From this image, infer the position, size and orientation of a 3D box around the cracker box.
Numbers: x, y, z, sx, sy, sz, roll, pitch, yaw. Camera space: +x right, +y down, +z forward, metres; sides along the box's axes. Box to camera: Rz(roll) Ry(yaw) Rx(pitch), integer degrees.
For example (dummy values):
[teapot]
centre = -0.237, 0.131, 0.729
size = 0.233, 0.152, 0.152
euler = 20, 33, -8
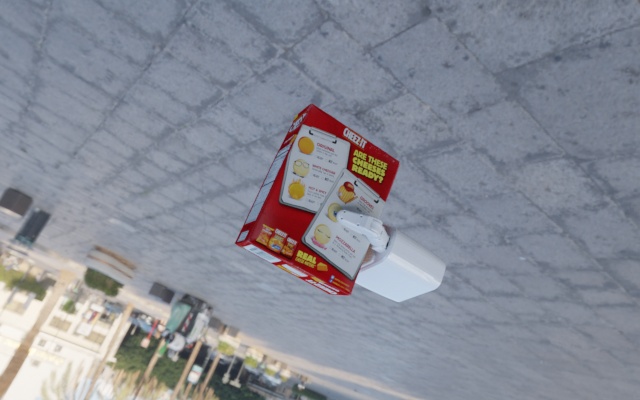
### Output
[cracker box]
centre = 0.000, 0.002, 0.668
size = 0.164, 0.213, 0.072
euler = 31, -21, -20
